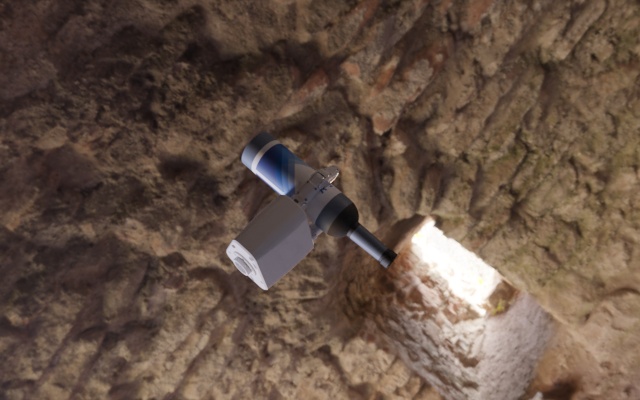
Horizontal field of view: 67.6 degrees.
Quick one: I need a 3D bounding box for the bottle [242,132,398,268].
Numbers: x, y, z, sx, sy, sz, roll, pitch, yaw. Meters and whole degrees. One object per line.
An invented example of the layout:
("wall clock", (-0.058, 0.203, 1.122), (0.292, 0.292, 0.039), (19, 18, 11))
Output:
("bottle", (0.000, 0.002, 0.764), (0.295, 0.069, 0.069), (40, 12, 15))
